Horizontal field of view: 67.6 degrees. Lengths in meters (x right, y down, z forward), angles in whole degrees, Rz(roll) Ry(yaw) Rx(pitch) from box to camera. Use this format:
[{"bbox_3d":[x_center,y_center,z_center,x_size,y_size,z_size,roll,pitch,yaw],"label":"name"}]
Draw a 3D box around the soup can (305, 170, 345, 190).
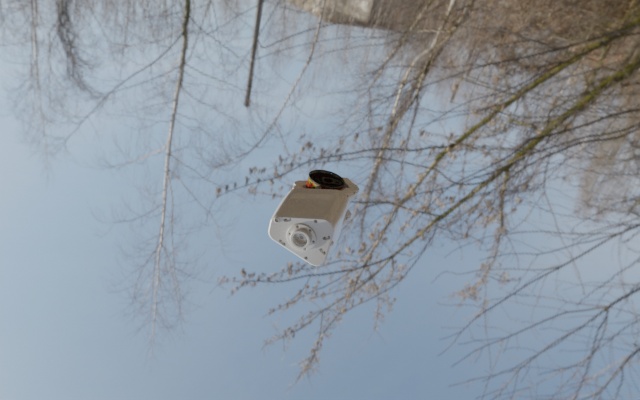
[{"bbox_3d":[0.000,0.003,0.890,0.068,0.102,0.068,12,28,-6],"label":"soup can"}]
